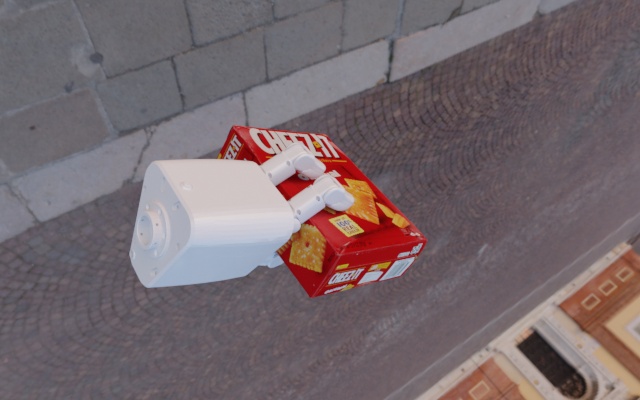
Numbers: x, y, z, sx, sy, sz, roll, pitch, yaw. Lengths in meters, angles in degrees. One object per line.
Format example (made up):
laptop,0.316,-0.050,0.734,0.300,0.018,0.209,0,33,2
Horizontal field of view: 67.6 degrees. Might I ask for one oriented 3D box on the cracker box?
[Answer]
cracker box,0.000,0.002,0.559,0.164,0.072,0.213,-2,42,-47
